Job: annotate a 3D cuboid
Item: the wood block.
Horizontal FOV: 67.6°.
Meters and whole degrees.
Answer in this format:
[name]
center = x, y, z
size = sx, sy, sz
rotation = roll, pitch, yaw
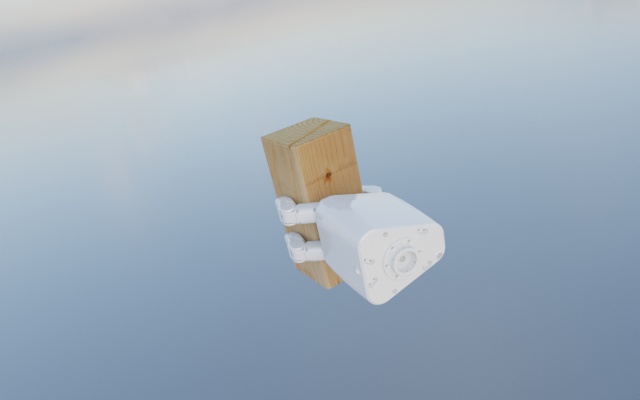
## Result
[wood block]
center = 0.001, 0.002, 0.654
size = 0.091, 0.206, 0.090
rotation = -26, 27, -27
